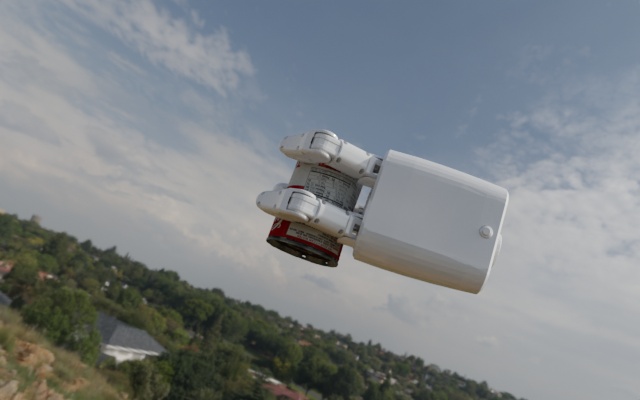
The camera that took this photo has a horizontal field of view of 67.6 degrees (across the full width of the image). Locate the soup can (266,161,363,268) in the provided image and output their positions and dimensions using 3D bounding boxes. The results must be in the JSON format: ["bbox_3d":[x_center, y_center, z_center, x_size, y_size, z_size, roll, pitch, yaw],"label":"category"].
[{"bbox_3d":[0.000,0.001,0.437,0.068,0.102,0.068,19,-15,5],"label":"soup can"}]
